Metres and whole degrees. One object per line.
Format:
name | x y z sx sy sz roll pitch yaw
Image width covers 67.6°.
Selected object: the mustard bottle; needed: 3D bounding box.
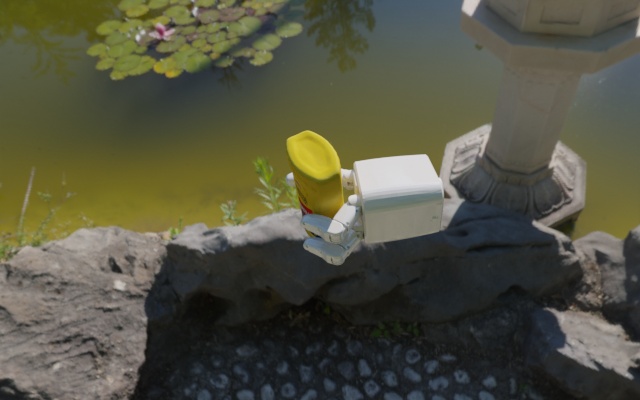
mustard bottle | 0.000 0.002 0.660 0.058 0.096 0.192 -26 -38 -13
